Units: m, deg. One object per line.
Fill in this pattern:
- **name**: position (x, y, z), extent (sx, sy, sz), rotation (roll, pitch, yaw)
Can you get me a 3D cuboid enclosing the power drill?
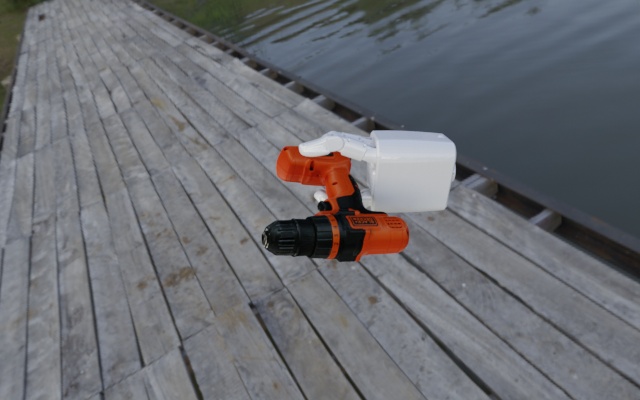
- **power drill**: position (0.000, 0.002, 0.614), extent (0.184, 0.057, 0.187), rotation (2, 39, -24)
